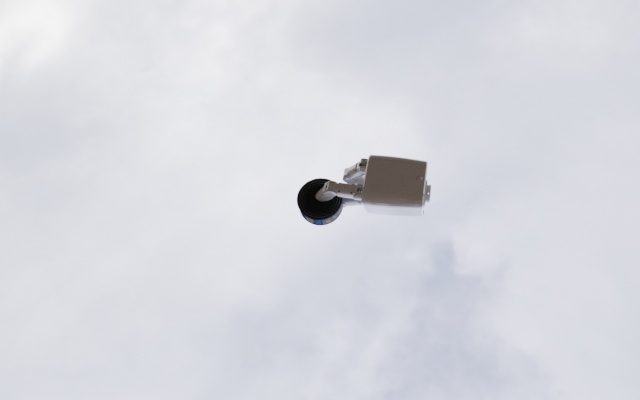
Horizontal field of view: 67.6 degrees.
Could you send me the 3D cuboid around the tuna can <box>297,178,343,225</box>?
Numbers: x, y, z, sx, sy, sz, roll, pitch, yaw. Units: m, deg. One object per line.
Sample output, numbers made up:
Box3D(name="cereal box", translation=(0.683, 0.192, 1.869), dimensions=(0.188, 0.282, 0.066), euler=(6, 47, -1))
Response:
Box3D(name="tuna can", translation=(0.000, 0.003, 0.899), dimensions=(0.086, 0.086, 0.034), euler=(0, -25, 7))
